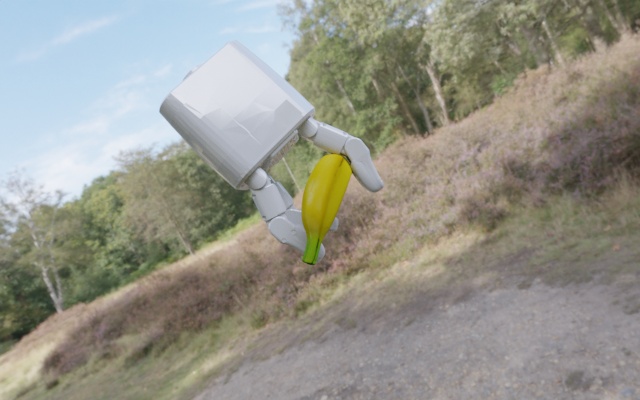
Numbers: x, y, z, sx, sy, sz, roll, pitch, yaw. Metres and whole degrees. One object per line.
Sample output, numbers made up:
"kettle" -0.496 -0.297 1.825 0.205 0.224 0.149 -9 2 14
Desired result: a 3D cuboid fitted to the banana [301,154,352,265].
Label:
"banana" 0.006 -0.013 0.473 0.037 0.070 0.197 24 23 1
